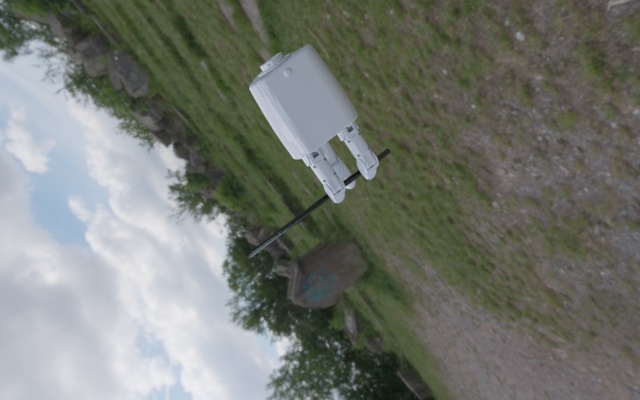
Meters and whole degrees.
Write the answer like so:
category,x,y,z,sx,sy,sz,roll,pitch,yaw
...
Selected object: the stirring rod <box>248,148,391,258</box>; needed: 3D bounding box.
category,x,y,z,sx,sy,sz,roll,pitch,yaw
stirring rod,0.000,0.002,0.655,0.239,0.011,0.011,-37,4,-5
